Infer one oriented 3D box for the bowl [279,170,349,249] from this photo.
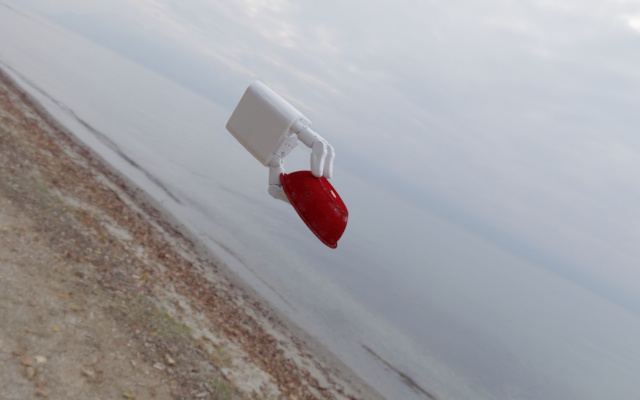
[{"bbox_3d":[0.001,0.004,0.824,0.055,0.162,0.162,-36,-7,10],"label":"bowl"}]
